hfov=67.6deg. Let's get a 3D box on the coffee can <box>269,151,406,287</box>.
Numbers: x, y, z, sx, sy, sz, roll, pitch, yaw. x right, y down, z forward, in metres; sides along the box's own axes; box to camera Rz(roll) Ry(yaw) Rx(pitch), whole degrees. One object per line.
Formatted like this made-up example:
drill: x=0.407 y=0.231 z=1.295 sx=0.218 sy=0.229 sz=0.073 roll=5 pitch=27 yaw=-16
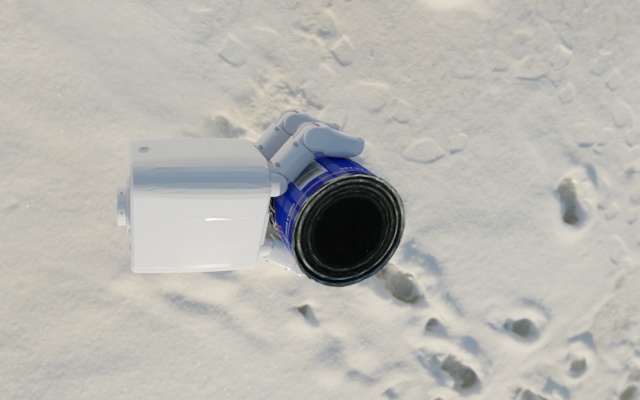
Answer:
coffee can: x=0.000 y=0.001 z=0.450 sx=0.103 sy=0.103 sz=0.140 roll=0 pitch=21 yaw=-23
